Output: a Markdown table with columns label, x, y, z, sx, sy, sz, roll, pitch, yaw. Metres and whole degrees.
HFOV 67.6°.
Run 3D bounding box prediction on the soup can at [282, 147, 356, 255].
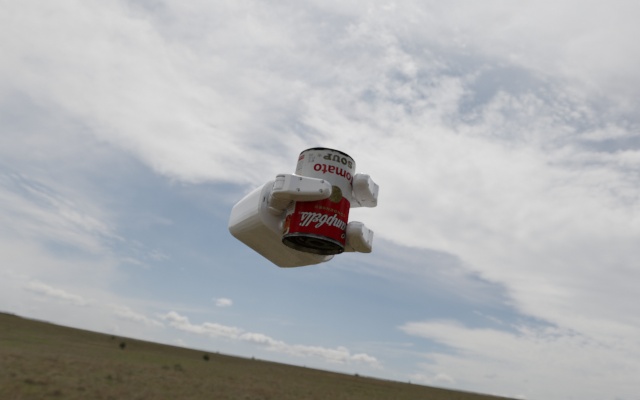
| label | x | y | z | sx | sy | sz | roll | pitch | yaw |
| --- | --- | --- | --- | --- | --- | --- | --- | --- | --- |
| soup can | 0.000 | 0.001 | 0.522 | 0.068 | 0.102 | 0.068 | 9 | -21 | 3 |
